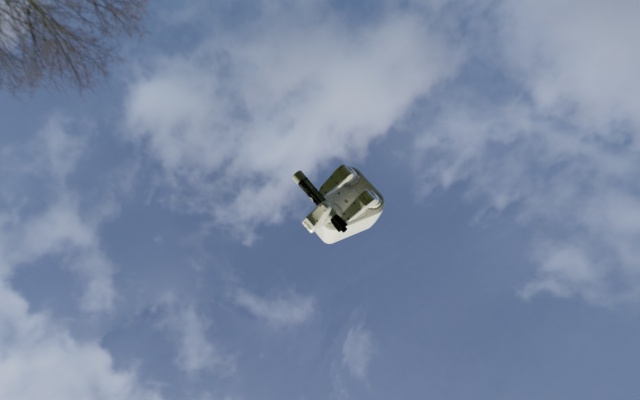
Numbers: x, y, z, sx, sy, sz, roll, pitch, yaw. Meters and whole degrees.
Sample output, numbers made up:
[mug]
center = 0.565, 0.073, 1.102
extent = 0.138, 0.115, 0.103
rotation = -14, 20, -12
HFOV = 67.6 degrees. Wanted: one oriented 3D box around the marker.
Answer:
[marker]
center = 0.000, 0.002, 0.746
extent = 0.020, 0.121, 0.020
rotation = -38, -13, -11
